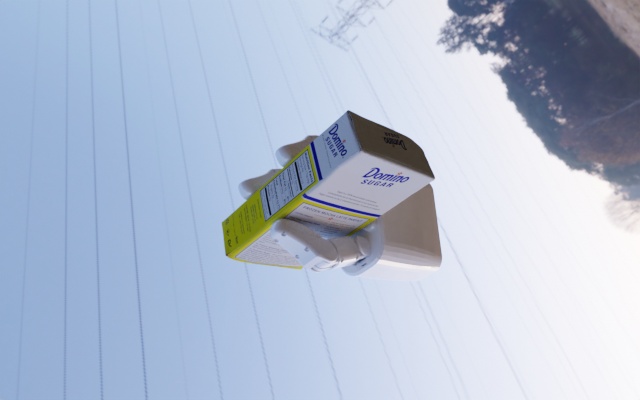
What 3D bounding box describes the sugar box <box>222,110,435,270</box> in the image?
[{"bbox_3d":[0.000,0.001,0.415,0.093,0.048,0.176,15,-43,-42],"label":"sugar box"}]
